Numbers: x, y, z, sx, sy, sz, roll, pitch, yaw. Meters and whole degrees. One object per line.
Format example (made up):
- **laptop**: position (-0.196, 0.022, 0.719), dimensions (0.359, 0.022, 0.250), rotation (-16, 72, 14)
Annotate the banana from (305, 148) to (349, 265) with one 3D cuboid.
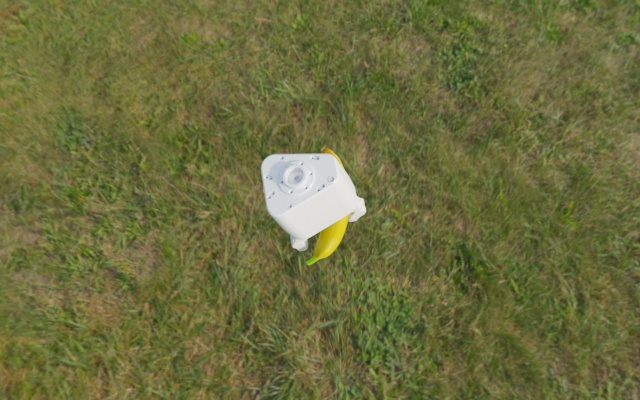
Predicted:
- **banana**: position (0.016, 0.006, 0.768), dimensions (0.069, 0.197, 0.037), rotation (2, -16, 30)
